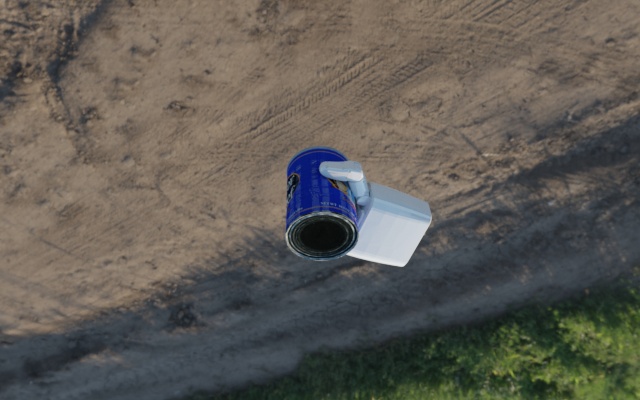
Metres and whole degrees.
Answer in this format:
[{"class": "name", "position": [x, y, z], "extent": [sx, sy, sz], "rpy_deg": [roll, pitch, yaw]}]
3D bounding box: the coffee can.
[{"class": "coffee can", "position": [0.000, 0.002, 0.704], "extent": [0.103, 0.103, 0.140], "rpy_deg": [-1, 45, -1]}]
